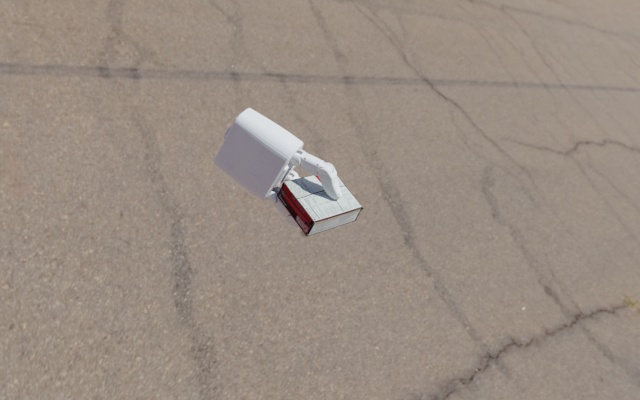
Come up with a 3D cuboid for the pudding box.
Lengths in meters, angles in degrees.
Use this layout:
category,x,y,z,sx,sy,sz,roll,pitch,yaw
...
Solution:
category,x,y,z,sx,sy,sz,roll,pitch,yaw
pudding box,0.000,0.002,0.769,0.113,0.090,0.039,-16,-32,-38
